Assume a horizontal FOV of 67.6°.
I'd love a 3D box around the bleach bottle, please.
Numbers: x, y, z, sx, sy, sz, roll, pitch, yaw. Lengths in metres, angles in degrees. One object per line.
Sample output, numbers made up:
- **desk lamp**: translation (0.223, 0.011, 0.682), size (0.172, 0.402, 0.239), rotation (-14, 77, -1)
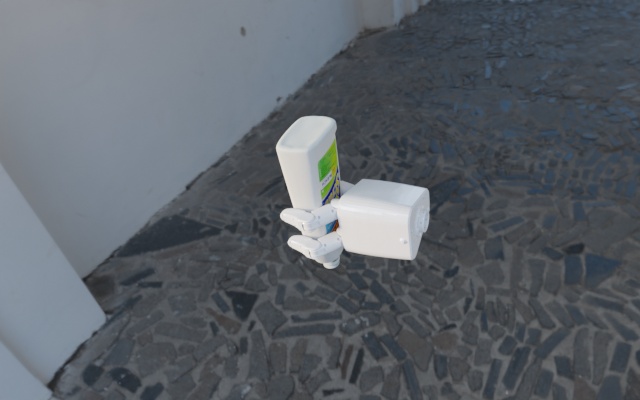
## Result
- **bleach bottle**: translation (0.000, 0.002, 0.746), size (0.068, 0.251, 0.102), rotation (8, 41, 25)
